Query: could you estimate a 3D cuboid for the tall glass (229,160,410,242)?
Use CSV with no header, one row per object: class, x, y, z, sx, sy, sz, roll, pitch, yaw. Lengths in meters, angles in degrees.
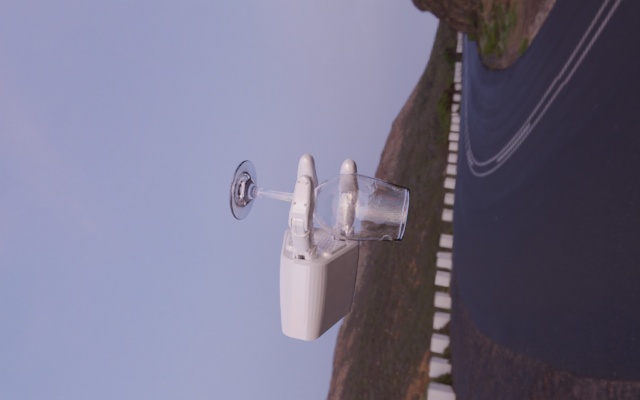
tall glass,-0.001,0.002,0.561,0.201,0.079,0.079,8,2,15
